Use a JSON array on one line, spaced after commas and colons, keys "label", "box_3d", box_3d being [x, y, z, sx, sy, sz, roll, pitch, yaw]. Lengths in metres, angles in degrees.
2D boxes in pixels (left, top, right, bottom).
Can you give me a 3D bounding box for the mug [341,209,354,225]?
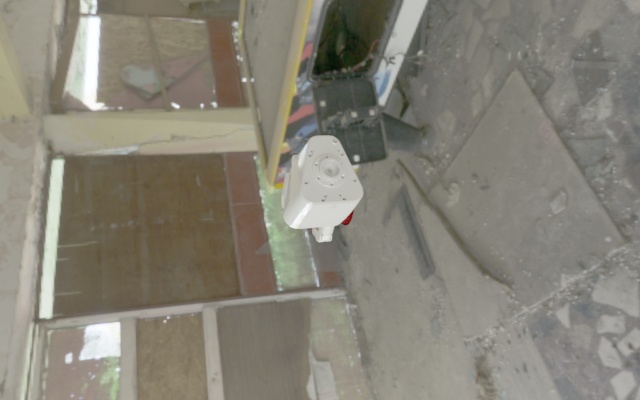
[{"label": "mug", "box_3d": [0.000, 0.003, 0.819, 0.081, 0.093, 0.117, -3, -20, -17]}]
